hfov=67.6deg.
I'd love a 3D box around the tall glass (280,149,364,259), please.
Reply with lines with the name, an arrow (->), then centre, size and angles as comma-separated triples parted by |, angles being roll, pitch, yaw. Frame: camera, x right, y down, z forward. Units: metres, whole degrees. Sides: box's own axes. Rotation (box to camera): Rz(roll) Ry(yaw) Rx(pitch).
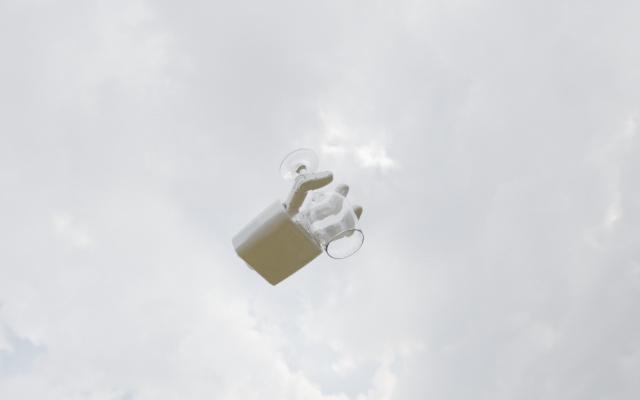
tall glass -> 0.000, 0.002, 0.773 | 0.079, 0.079, 0.201 | 0, 39, -29
